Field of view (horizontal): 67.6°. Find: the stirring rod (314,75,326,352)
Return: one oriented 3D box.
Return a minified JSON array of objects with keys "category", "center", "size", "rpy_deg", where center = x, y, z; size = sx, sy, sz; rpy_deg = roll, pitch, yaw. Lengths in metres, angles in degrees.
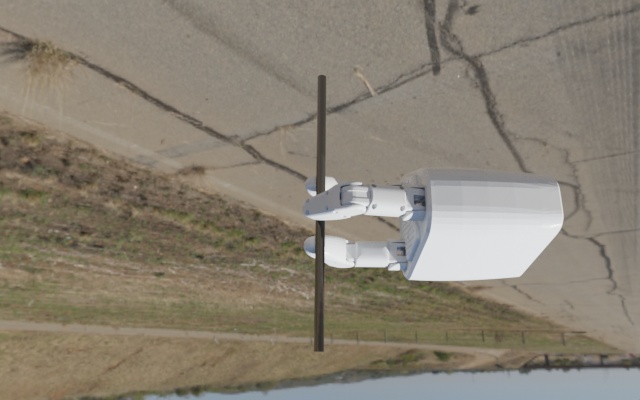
[{"category":"stirring rod","center":[0.000,0.001,0.402],"size":[0.011,0.239,0.011],"rpy_deg":[1,-18,0]}]
